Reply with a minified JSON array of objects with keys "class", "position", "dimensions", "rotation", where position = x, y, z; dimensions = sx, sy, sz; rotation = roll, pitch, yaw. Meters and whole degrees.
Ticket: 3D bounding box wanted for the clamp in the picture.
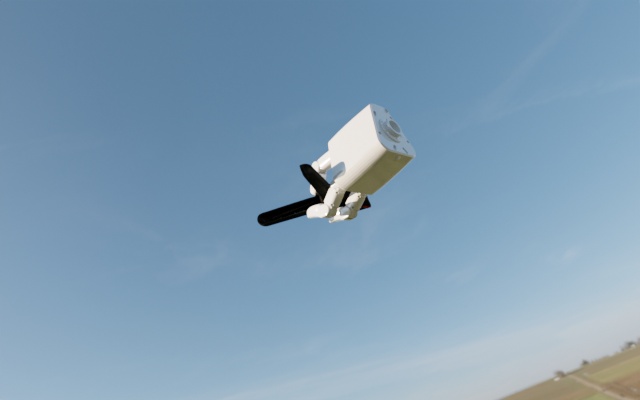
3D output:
[{"class":"clamp","position":[0.000,0.002,0.851],"dimensions":[0.210,0.036,0.165],"rotation":[8,-38,-43]}]
